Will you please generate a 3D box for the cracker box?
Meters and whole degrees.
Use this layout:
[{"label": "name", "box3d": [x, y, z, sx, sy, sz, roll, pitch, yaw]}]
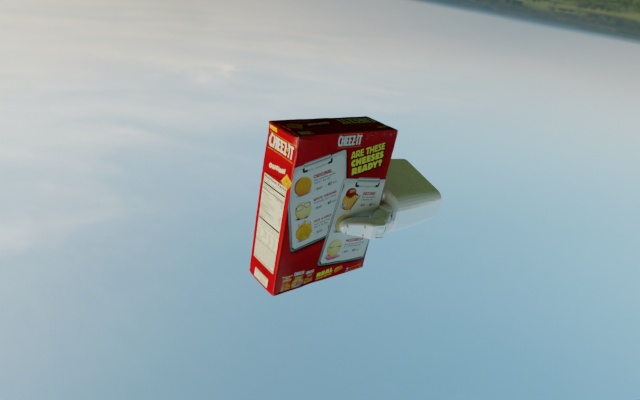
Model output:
[{"label": "cracker box", "box3d": [0.000, 0.002, 0.625, 0.164, 0.214, 0.072, -11, 32, -39]}]
